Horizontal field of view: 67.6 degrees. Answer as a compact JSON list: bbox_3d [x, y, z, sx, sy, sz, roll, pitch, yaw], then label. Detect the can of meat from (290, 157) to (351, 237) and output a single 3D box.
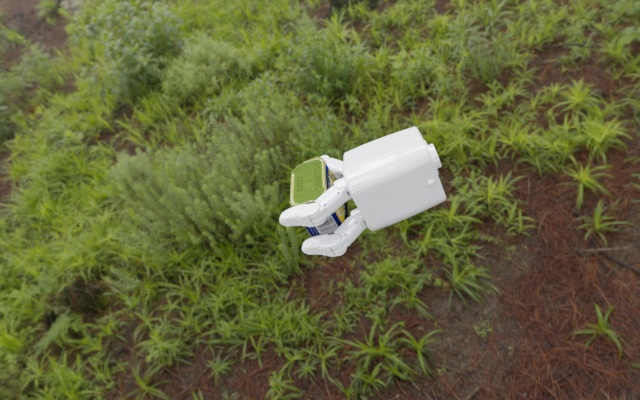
[{"bbox_3d":[0.000,0.002,0.656,0.057,0.084,0.102,-20,37,14],"label":"can of meat"}]
